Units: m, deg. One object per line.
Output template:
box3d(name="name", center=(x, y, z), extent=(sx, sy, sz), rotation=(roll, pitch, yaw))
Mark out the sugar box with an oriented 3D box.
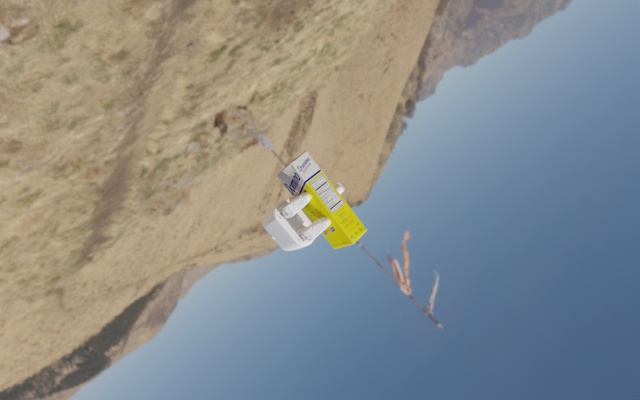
box3d(name="sugar box", center=(0.000, 0.003, 0.851), extent=(0.048, 0.176, 0.093), rotation=(-42, 5, -23))
